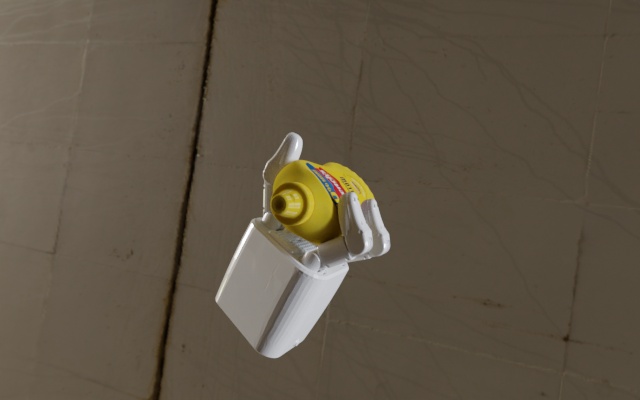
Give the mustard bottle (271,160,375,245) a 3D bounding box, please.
[{"bbox_3d":[0.000,0.001,0.508,0.058,0.096,0.191,-37,-12,20],"label":"mustard bottle"}]
